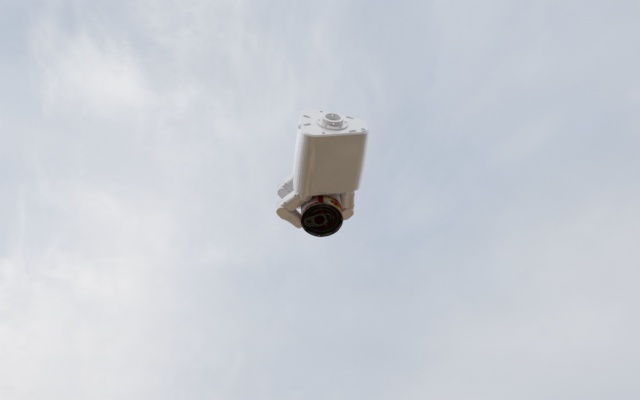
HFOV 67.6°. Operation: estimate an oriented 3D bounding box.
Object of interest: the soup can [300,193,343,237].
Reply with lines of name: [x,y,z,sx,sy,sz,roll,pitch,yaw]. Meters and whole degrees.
soup can: [0.000,0.003,0.793,0.068,0.069,0.102,0,36,-3]
